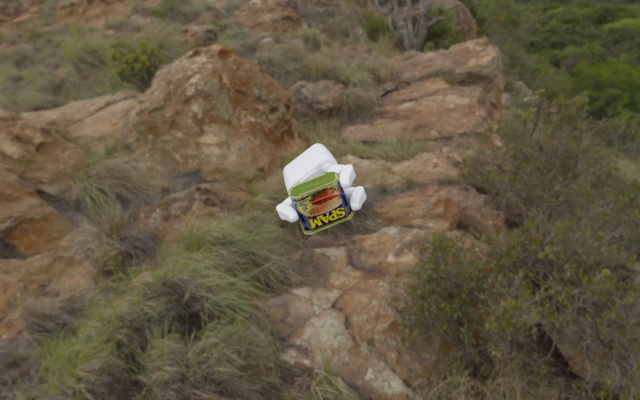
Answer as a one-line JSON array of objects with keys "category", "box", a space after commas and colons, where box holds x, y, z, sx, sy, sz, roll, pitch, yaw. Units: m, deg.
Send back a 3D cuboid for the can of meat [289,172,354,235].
[{"category": "can of meat", "box": [0.000, 0.003, 0.888, 0.102, 0.084, 0.057, -22, 28, 1]}]
